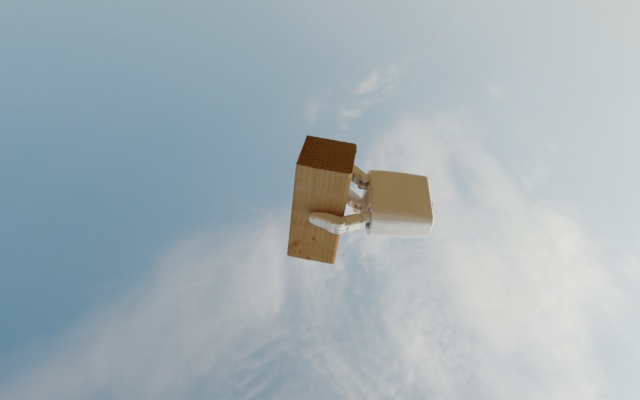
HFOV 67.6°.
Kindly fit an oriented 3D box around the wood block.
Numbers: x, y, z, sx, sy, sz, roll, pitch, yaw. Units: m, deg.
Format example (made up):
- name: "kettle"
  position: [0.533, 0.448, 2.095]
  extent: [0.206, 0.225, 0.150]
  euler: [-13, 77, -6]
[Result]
- name: "wood block"
  position: [0.000, 0.003, 0.832]
  extent: [0.090, 0.206, 0.090]
  euler: [11, 39, 3]
